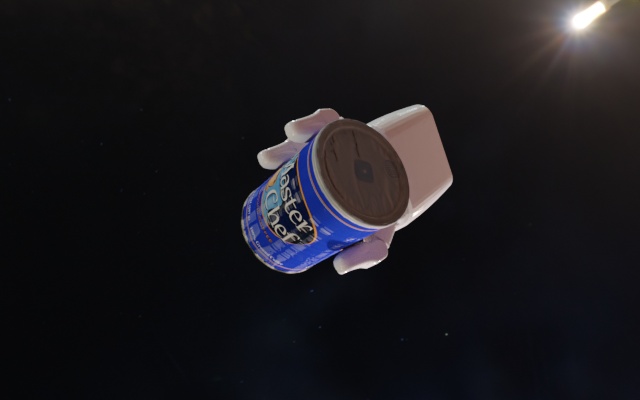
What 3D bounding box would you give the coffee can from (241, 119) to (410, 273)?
[{"bbox_3d":[0.000,0.002,0.459,0.103,0.102,0.140,0,-23,-37],"label":"coffee can"}]
